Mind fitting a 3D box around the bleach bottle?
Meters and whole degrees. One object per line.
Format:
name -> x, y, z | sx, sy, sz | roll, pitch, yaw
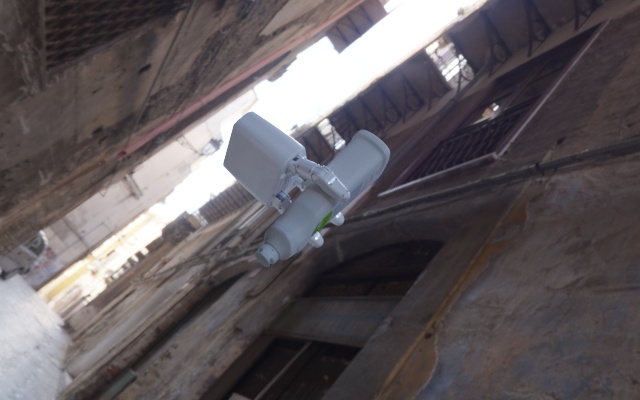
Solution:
bleach bottle -> 0.000, 0.002, 0.714 | 0.250, 0.068, 0.103 | -43, -15, -29
